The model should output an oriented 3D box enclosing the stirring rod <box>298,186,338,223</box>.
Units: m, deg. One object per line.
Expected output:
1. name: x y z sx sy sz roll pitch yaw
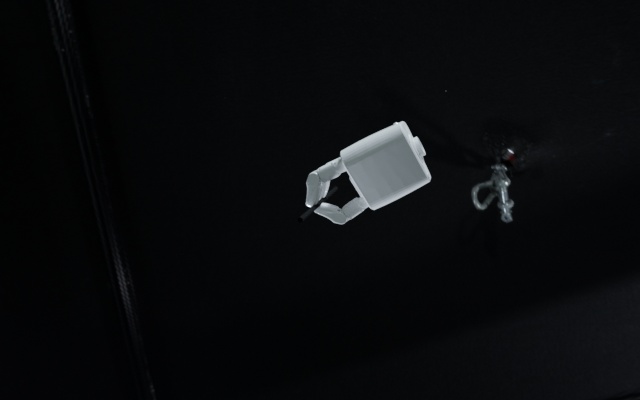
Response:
1. stirring rod: 0.000 0.003 0.811 0.011 0.011 0.239 0 12 15
